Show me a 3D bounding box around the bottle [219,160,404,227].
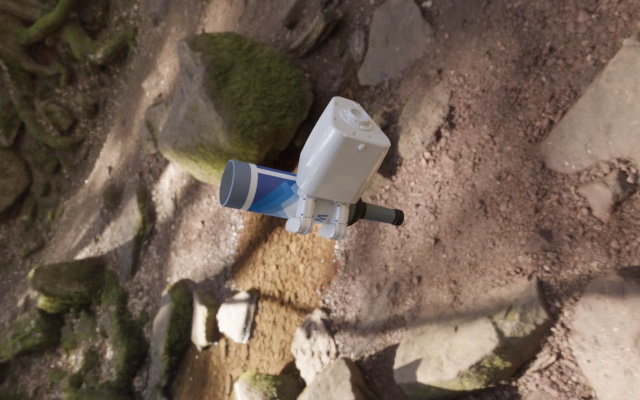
[{"bbox_3d":[0.000,0.002,0.721,0.296,0.069,0.069,12,-5,-26],"label":"bottle"}]
